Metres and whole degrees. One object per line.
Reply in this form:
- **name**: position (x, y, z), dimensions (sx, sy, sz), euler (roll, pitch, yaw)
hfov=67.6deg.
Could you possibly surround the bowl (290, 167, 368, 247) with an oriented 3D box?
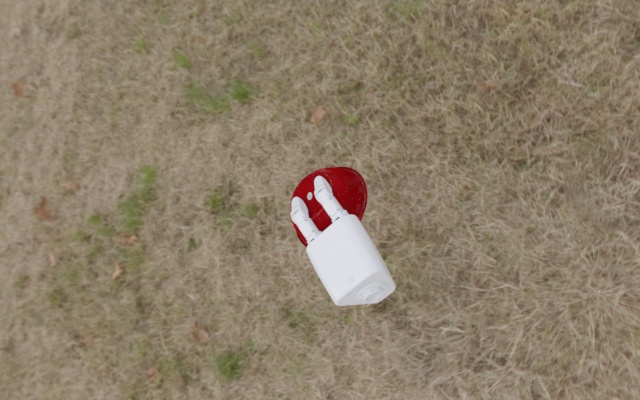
- **bowl**: position (-0.001, 0.002, 0.827), dimensions (0.162, 0.162, 0.055), euler (0, -23, 43)
